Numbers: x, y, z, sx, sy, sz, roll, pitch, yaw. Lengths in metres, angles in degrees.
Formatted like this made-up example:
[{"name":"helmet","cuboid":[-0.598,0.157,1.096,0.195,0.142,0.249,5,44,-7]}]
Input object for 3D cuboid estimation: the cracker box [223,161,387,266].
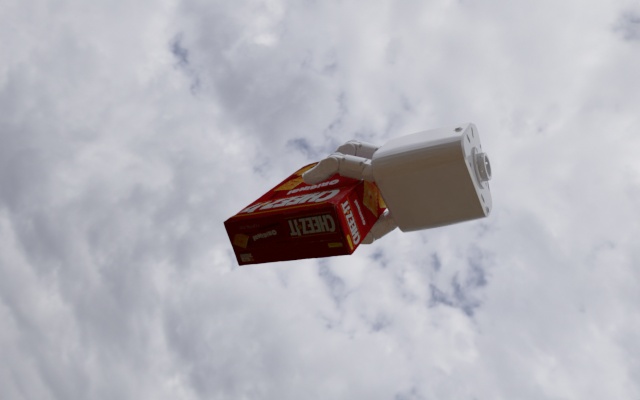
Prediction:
[{"name":"cracker box","cuboid":[0.000,0.002,0.639,0.164,0.072,0.213,-10,17,30]}]
